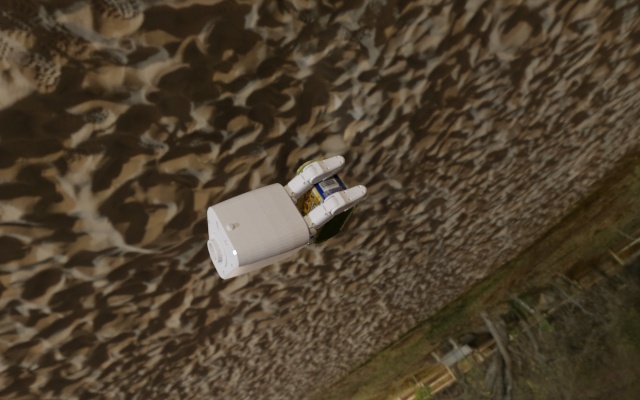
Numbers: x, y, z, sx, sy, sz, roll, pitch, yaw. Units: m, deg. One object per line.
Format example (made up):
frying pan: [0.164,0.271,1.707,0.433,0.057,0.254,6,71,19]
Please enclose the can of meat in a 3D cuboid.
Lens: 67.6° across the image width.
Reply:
can of meat: [0.000,0.003,0.702,0.057,0.084,0.102,-17,-28,-32]
